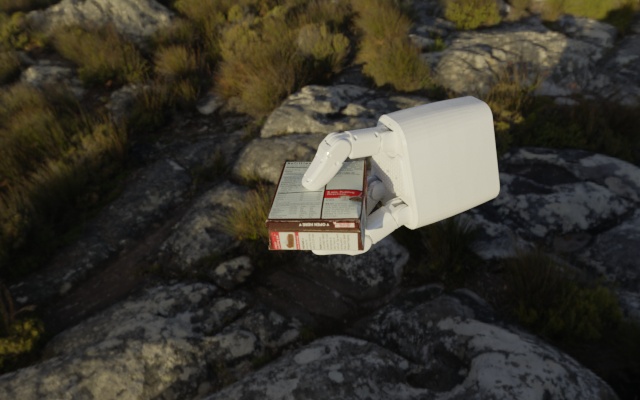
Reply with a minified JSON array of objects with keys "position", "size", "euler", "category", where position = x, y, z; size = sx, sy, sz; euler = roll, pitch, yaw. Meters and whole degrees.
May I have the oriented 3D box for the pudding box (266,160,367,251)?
[{"position":[0.000,0.001,0.475],"size":[0.090,0.039,0.113],"euler":[-1,33,8],"category":"pudding box"}]
